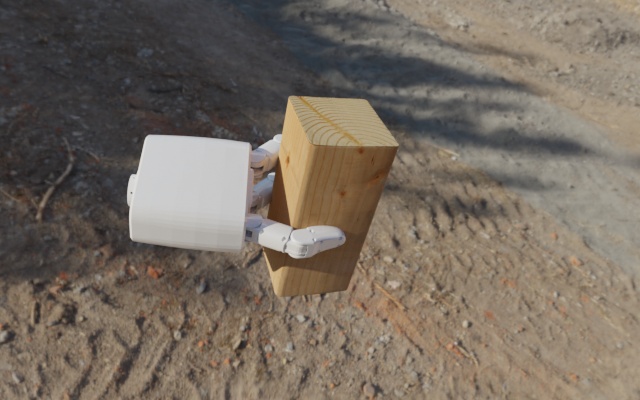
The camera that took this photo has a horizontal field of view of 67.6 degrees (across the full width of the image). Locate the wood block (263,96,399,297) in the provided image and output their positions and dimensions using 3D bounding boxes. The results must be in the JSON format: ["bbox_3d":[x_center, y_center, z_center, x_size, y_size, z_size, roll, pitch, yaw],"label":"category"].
[{"bbox_3d":[0.000,0.002,0.522,0.090,0.206,0.090,-1,40,-20],"label":"wood block"}]
